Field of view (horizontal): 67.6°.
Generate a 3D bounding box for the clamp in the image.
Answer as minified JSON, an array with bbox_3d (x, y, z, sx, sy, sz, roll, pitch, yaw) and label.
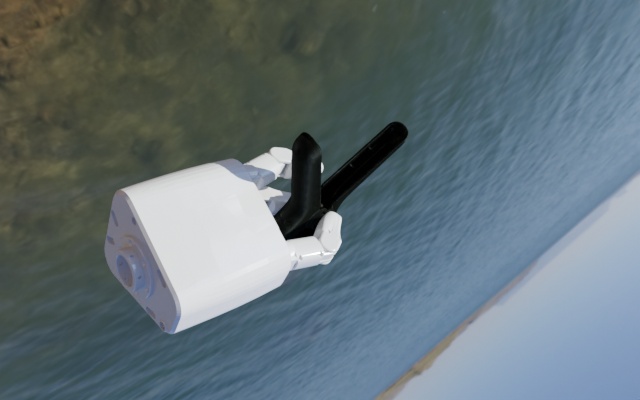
[{"bbox_3d":[0.000,0.003,0.488,0.164,0.036,0.210,-21,-29,-44],"label":"clamp"}]
